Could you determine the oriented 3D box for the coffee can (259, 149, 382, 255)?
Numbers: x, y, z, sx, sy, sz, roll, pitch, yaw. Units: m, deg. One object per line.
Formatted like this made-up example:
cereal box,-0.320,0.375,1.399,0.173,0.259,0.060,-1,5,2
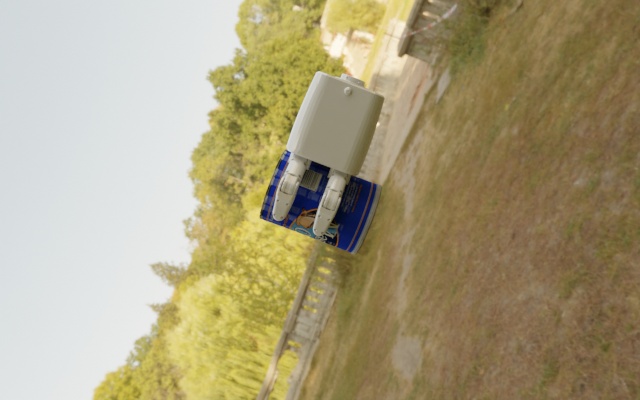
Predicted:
coffee can,0.000,0.002,0.656,0.140,0.103,0.103,21,0,-1
